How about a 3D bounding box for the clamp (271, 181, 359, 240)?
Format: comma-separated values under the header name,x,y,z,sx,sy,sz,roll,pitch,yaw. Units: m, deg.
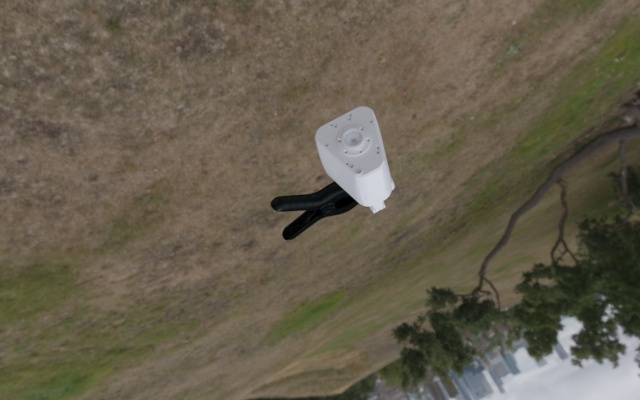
name,x,y,z,sx,sy,sz,roll,pitch,yaw
clamp,0.001,0.003,0.775,0.171,0.039,0.120,-28,-24,0
